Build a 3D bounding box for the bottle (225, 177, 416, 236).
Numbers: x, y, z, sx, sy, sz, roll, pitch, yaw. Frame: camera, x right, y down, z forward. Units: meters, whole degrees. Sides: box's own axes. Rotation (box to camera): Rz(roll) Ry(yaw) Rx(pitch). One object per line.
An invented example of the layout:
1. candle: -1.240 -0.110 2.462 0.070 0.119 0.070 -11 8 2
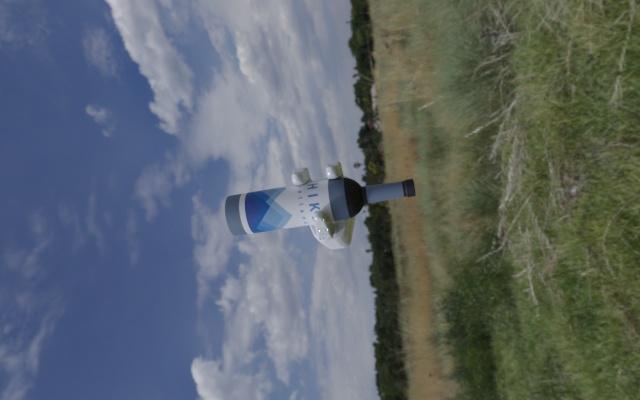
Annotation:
1. bottle: 0.000 0.003 0.754 0.296 0.069 0.069 -9 -1 9
